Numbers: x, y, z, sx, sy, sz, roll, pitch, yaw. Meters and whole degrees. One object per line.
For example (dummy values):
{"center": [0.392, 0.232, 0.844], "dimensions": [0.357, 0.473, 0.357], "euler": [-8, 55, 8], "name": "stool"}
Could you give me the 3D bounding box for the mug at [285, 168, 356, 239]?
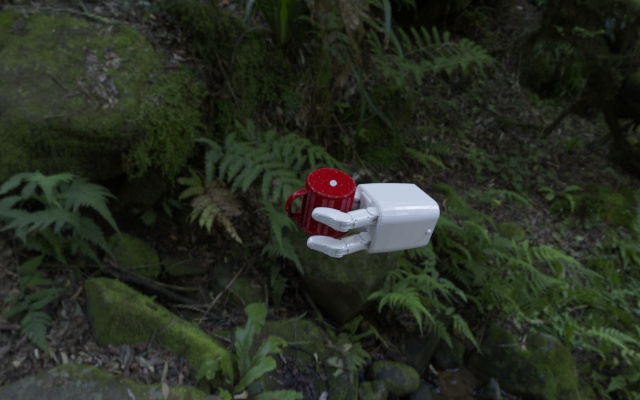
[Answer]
{"center": [-0.001, 0.002, 0.769], "dimensions": [0.117, 0.082, 0.093], "euler": [-4, 40, -19], "name": "mug"}
